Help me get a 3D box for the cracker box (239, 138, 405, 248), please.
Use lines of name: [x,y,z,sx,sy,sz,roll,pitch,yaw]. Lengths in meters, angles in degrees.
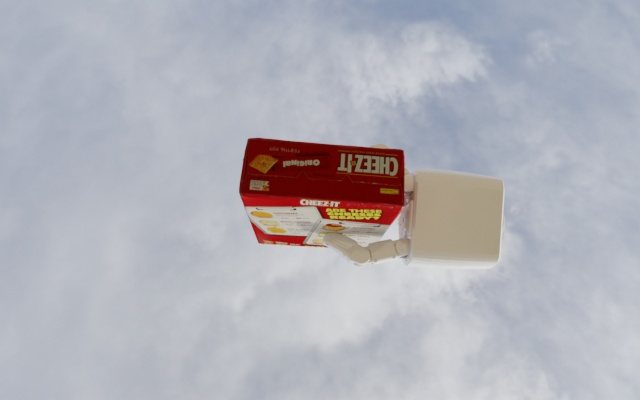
cracker box: [0.000,0.002,0.572,0.164,0.072,0.214,4,-18,-1]
